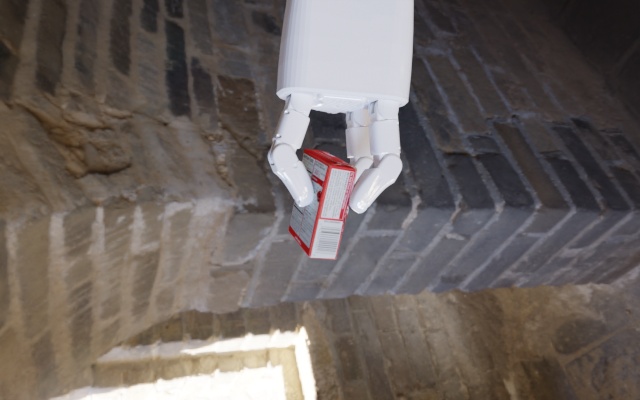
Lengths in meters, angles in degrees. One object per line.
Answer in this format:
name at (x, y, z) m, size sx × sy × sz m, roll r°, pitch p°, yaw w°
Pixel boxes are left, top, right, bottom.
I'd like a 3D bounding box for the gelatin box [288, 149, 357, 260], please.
gelatin box at (0.000, 0.002, 0.450) m, size 0.030 × 0.089 × 0.073 m, roll 8°, pitch 13°, yaw -22°
